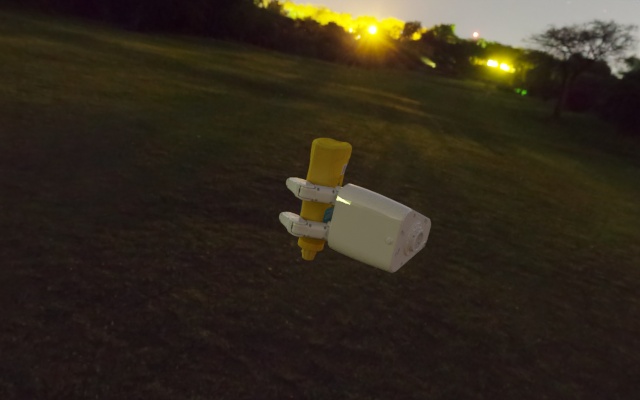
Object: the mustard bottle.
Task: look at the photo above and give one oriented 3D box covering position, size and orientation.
[{"bbox_3d":[0.000,0.002,0.741,0.058,0.192,0.096,14,14,9],"label":"mustard bottle"}]
